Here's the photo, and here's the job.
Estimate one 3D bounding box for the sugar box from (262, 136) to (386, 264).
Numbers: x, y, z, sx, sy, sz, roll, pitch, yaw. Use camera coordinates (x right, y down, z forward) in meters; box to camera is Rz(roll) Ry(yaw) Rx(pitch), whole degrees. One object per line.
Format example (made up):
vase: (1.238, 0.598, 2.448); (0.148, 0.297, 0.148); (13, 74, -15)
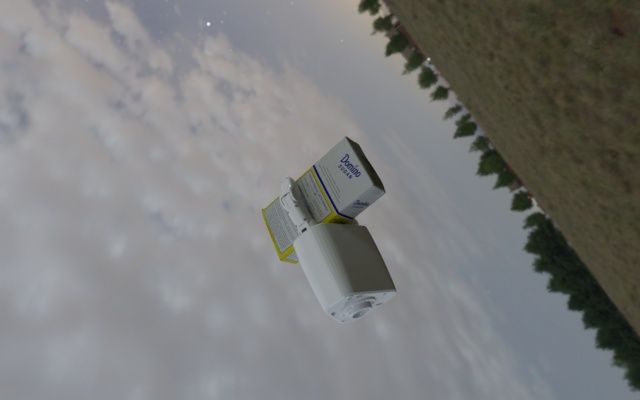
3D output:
sugar box: (0.000, 0.003, 0.677); (0.176, 0.093, 0.048); (-38, -33, 19)
